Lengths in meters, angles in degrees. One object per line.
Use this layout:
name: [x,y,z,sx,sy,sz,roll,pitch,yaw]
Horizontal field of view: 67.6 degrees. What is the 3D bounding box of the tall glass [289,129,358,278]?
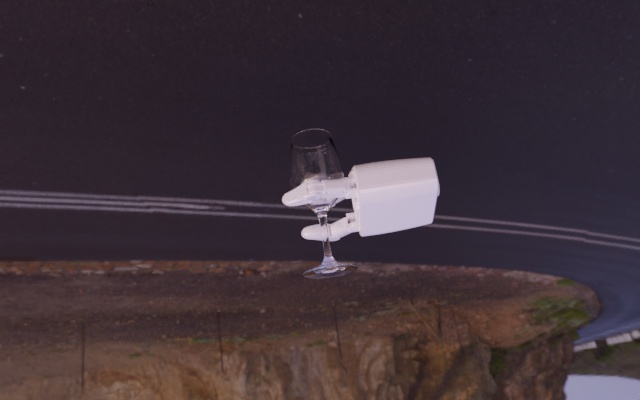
tall glass: [0.000,0.003,0.669,0.079,0.201,0.079,-8,-19,-3]
